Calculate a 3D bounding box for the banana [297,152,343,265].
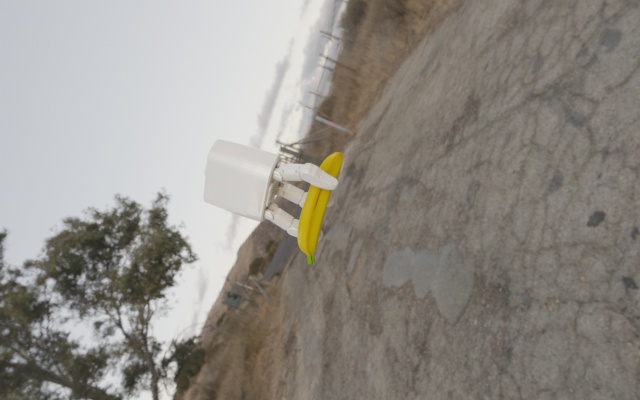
[{"bbox_3d":[-0.003,0.000,0.770,0.037,0.197,0.070,15,-15,10],"label":"banana"}]
